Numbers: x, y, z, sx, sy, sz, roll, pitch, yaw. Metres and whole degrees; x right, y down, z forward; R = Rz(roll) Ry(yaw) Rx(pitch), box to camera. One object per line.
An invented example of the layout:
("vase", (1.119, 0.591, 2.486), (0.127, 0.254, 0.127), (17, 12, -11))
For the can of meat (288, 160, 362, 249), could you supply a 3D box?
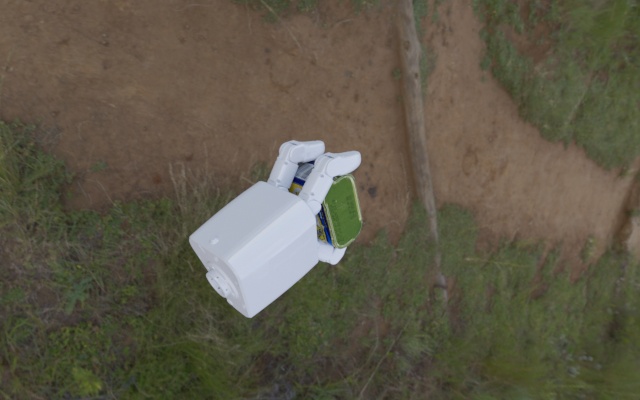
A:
("can of meat", (0.000, 0.002, 0.586), (0.057, 0.102, 0.084), (-37, 41, -29))
